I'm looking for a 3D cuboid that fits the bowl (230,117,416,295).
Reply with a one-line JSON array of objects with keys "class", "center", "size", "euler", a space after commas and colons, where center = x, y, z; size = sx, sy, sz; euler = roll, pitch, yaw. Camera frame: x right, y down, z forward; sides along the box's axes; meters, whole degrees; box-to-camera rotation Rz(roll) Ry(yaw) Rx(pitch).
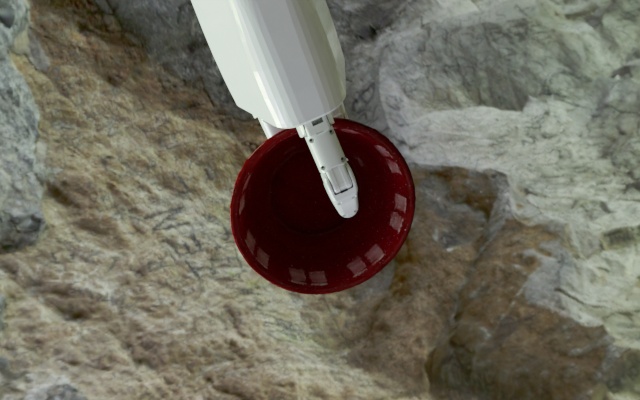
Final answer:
[{"class": "bowl", "center": [0.000, 0.002, 0.432], "size": [0.162, 0.162, 0.055], "euler": [0, 20, -11]}]
